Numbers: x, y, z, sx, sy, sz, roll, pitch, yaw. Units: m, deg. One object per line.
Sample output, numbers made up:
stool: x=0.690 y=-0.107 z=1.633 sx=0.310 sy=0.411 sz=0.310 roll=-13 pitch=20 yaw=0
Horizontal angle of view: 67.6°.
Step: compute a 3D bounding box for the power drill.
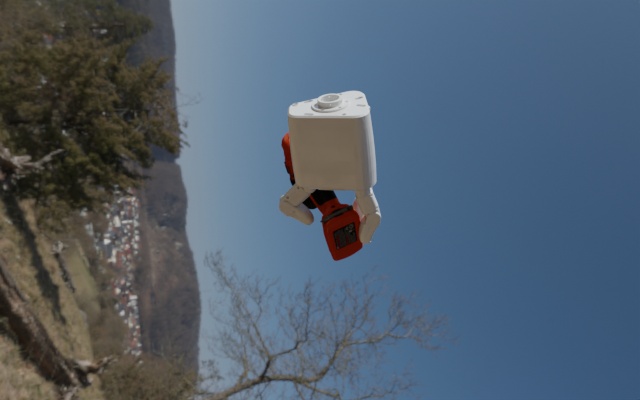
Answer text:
power drill: x=0.000 y=0.003 z=0.765 sx=0.057 sy=0.187 sz=0.185 roll=-27 pitch=-36 yaw=-8
